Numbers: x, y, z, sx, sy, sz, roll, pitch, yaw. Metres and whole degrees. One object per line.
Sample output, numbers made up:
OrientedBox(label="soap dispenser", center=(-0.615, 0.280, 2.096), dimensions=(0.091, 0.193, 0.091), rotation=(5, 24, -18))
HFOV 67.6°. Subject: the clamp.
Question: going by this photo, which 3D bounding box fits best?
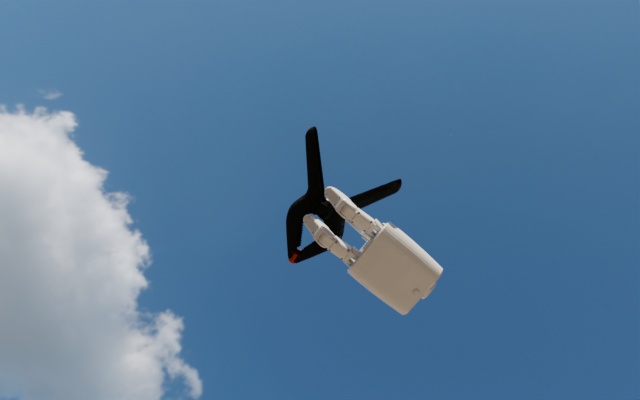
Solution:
OrientedBox(label="clamp", center=(0.000, 0.003, 0.741), dimensions=(0.164, 0.210, 0.036), rotation=(40, 16, 8))
